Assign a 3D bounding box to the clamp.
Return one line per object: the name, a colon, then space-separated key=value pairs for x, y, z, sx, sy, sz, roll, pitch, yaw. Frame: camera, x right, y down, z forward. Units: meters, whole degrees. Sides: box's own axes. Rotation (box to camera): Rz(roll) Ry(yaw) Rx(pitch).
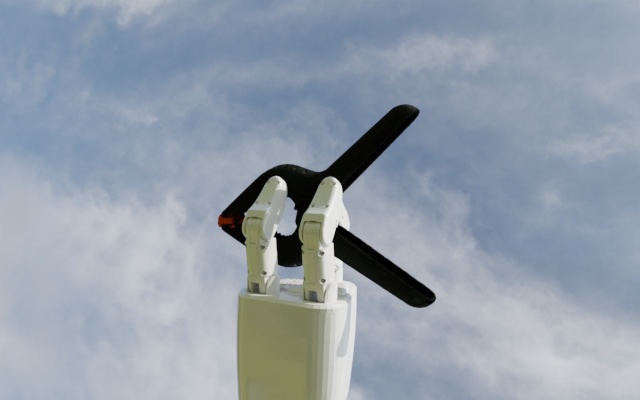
clamp: x=0.000 y=0.002 z=0.427 sx=0.210 sy=0.164 sz=0.036 roll=2 pitch=2 yaw=27
